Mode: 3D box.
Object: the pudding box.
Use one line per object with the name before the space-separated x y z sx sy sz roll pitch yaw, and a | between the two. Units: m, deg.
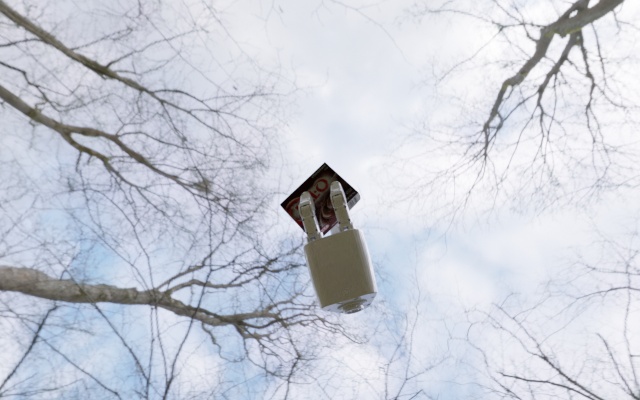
pudding box | 0.000 0.003 0.828 0.090 0.113 0.039 44 -6 27
